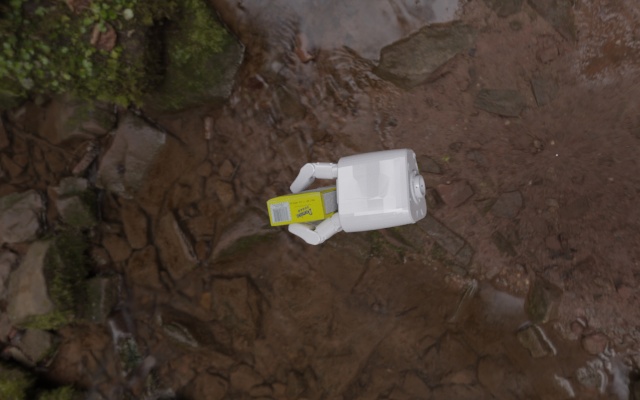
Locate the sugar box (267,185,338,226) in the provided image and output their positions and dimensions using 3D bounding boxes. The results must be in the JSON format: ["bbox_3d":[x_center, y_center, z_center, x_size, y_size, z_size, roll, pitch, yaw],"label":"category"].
[{"bbox_3d":[0.000,0.003,0.765,0.093,0.048,0.176,-8,1,27],"label":"sugar box"}]
